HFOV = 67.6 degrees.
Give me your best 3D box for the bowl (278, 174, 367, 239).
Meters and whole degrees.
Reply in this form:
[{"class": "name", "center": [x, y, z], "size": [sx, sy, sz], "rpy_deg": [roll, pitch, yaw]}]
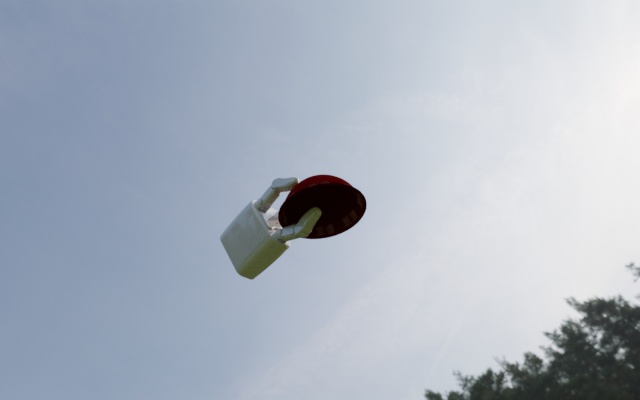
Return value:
[{"class": "bowl", "center": [0.001, 0.002, 0.873], "size": [0.162, 0.055, 0.162], "rpy_deg": [-7, -39, -6]}]
